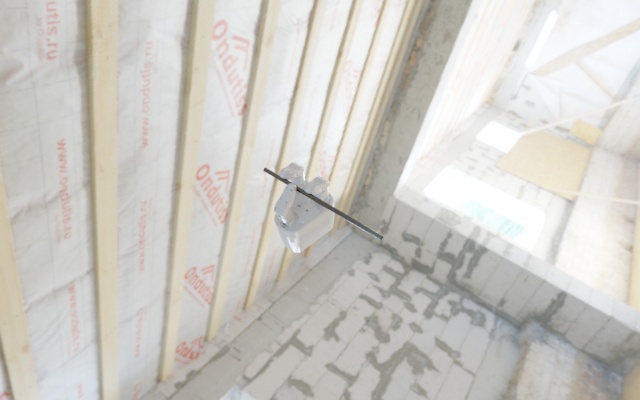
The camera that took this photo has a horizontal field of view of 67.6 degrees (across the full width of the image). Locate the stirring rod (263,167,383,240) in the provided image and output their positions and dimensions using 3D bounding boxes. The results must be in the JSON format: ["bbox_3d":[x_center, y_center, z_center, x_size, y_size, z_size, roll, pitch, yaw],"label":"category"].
[{"bbox_3d":[0.000,0.003,0.801,0.239,0.011,0.011,30,11,19],"label":"stirring rod"}]
